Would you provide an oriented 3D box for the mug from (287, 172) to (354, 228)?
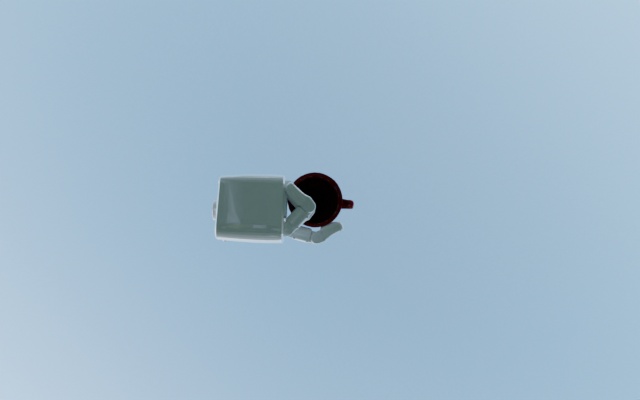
[{"bbox_3d":[0.002,0.003,0.840,0.117,0.093,0.081,2,-5,-4],"label":"mug"}]
